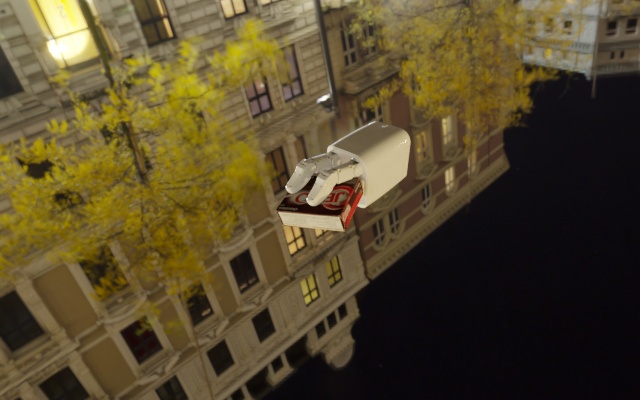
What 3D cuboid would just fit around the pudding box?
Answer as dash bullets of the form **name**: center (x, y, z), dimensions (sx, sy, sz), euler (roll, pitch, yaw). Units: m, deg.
- **pudding box**: center (0.000, 0.003, 0.747), dimensions (0.113, 0.039, 0.090), euler (2, 41, 27)
